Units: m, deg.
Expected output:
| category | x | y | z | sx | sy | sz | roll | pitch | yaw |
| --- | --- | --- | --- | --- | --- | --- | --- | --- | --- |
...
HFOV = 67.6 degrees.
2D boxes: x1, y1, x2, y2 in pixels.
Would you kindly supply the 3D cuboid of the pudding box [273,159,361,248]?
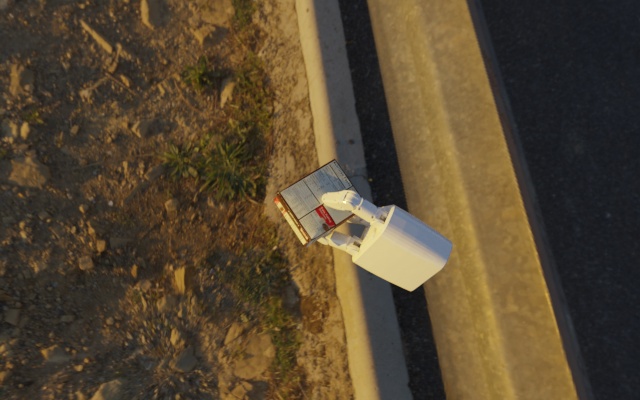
| category | x | y | z | sx | sy | sz | roll | pitch | yaw |
| --- | --- | --- | --- | --- | --- | --- | --- | --- | --- |
| pudding box | 0.000 | 0.002 | 0.719 | 0.113 | 0.090 | 0.039 | -32 | -7 | -25 |
